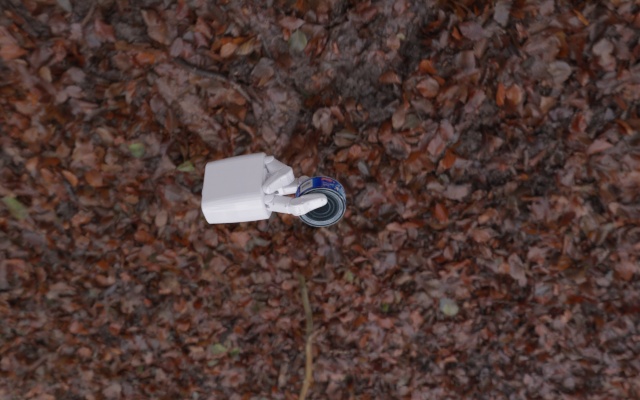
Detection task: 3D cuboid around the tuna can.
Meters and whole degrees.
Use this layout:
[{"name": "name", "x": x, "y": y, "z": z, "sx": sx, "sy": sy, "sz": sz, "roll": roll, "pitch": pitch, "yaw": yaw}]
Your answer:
[{"name": "tuna can", "x": 0.000, "y": 0.003, "z": 0.805, "sx": 0.086, "sy": 0.086, "sz": 0.033, "roll": 0, "pitch": 38, "yaw": -2}]
